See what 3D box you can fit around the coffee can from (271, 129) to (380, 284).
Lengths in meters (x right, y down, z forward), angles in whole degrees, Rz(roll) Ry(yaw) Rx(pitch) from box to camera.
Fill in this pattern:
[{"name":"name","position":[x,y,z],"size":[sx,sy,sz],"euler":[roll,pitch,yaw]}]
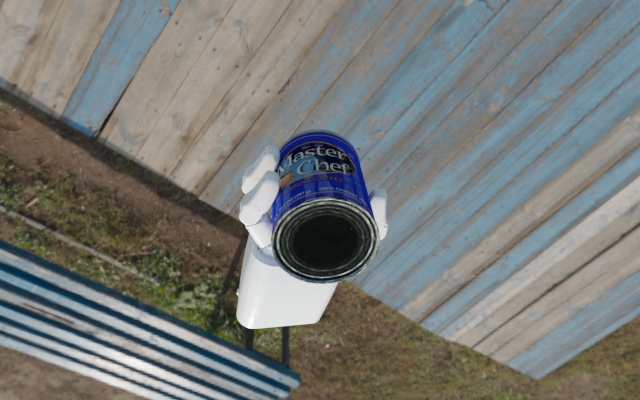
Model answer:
[{"name":"coffee can","position":[0.000,0.001,0.500],"size":[0.103,0.103,0.140],"euler":[0,34,-5]}]
